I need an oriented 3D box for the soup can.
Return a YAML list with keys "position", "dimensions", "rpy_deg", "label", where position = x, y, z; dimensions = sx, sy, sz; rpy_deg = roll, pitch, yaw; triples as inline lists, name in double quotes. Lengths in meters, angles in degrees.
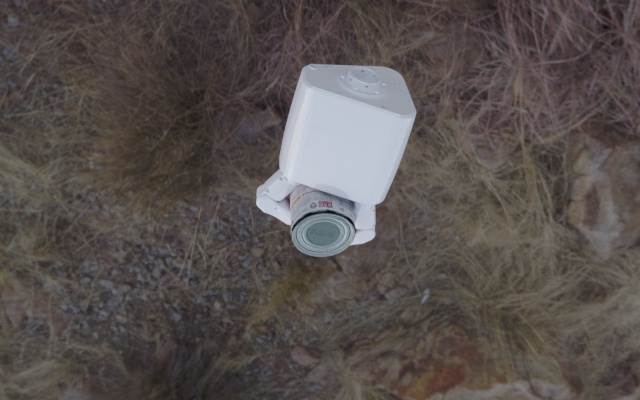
- position: [0.000, 0.002, 0.520]
  dimensions: [0.068, 0.069, 0.102]
  rpy_deg: [0, 43, -5]
  label: "soup can"
